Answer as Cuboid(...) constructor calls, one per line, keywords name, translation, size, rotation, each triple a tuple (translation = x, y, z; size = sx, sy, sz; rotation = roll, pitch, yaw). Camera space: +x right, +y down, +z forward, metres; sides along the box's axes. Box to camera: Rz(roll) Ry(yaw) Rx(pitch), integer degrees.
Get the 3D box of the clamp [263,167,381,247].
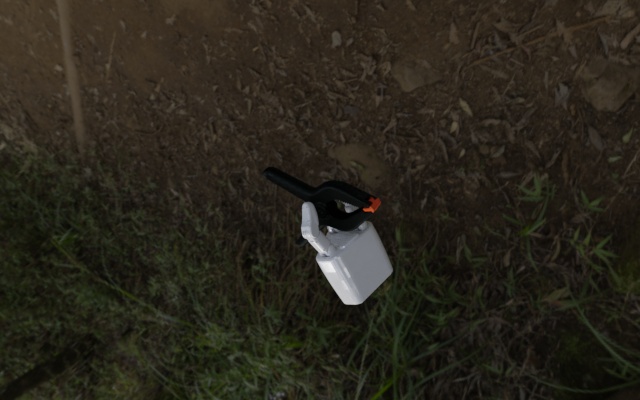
Cuboid(name="clamp", translation=(0.000, 0.003, 0.800), size=(0.210, 0.165, 0.036), rotation=(-10, 27, 41))
